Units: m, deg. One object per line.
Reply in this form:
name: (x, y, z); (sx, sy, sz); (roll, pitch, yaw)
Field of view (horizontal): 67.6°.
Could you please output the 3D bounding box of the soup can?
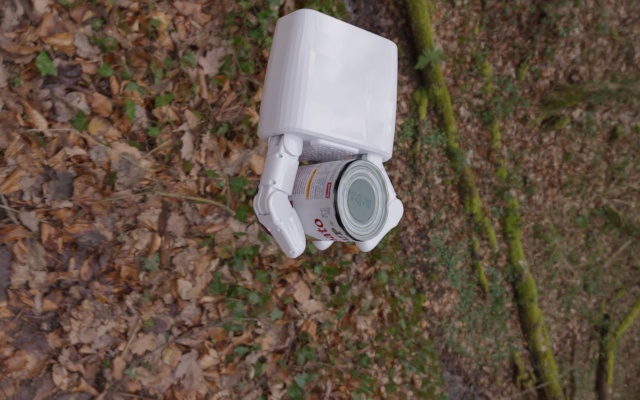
soup can: (0.000, 0.002, 0.412); (0.068, 0.068, 0.102); (0, -2, -45)
